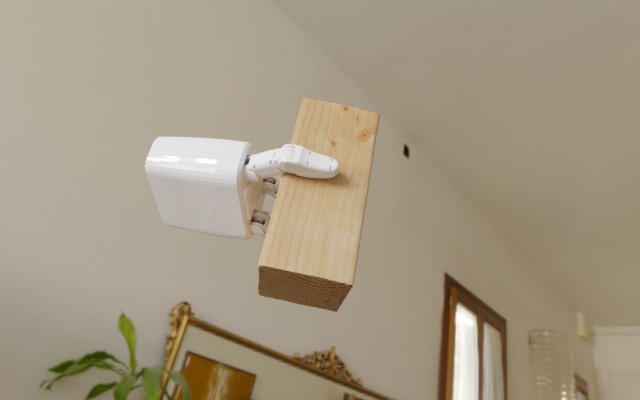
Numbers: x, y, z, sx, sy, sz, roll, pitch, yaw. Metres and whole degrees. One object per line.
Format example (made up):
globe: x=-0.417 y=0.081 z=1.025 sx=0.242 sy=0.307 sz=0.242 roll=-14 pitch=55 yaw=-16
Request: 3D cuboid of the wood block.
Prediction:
wood block: x=0.000 y=0.001 z=0.519 sx=0.090 sy=0.206 sz=0.091 roll=12 pitch=-29 yaw=-1
